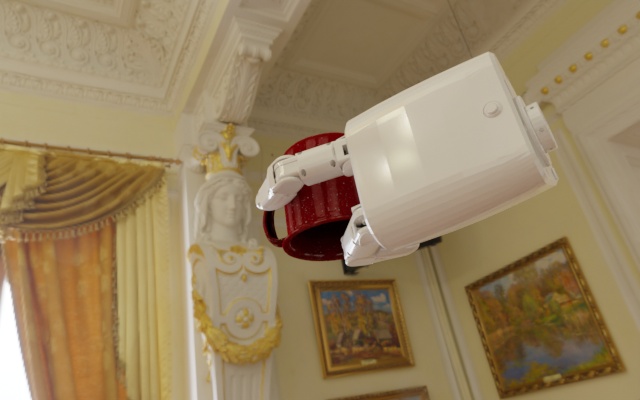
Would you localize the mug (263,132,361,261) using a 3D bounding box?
[{"bbox_3d":[-0.001,0.002,0.409,0.117,0.081,0.093,-23,-29,26],"label":"mug"}]
